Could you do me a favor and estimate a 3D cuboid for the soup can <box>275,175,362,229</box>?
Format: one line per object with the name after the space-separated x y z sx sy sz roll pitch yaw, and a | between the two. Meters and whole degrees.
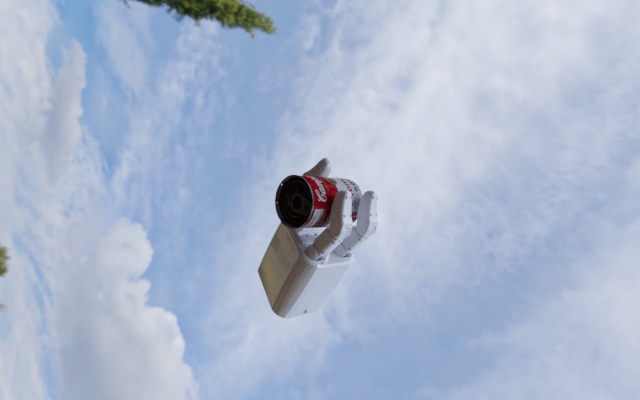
0.000 0.002 0.632 0.068 0.068 0.102 0 0 43 | soup can
